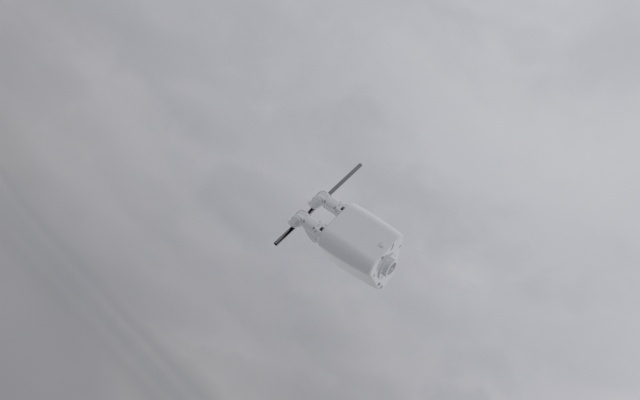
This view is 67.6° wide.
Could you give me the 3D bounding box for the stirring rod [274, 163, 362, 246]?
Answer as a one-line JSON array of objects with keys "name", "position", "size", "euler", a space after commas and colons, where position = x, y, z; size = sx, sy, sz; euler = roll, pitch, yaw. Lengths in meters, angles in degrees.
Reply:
[{"name": "stirring rod", "position": [0.000, 0.003, 0.885], "size": [0.239, 0.011, 0.011], "euler": [-43, 22, -26]}]
